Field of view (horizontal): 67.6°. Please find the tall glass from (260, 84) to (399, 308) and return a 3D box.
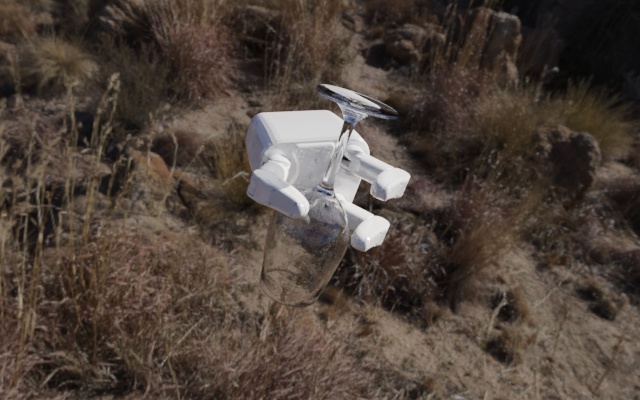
[{"bbox_3d":[0.000,0.001,0.442,0.079,0.201,0.079,17,22,-7],"label":"tall glass"}]
